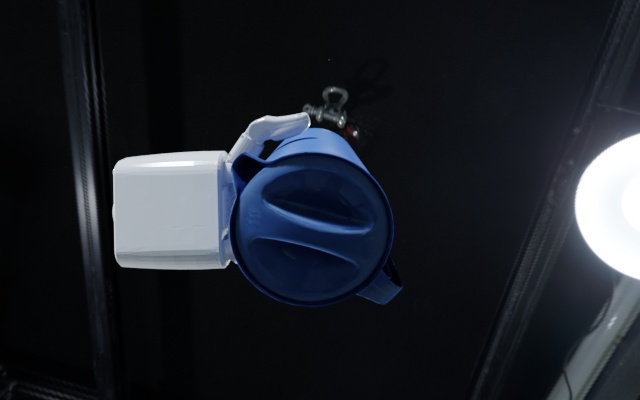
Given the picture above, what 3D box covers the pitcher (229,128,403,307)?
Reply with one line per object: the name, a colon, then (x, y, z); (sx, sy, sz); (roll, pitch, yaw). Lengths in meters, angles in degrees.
pitcher: (0.000, 0.002, 0.494); (0.145, 0.149, 0.242); (-3, 16, 1)
